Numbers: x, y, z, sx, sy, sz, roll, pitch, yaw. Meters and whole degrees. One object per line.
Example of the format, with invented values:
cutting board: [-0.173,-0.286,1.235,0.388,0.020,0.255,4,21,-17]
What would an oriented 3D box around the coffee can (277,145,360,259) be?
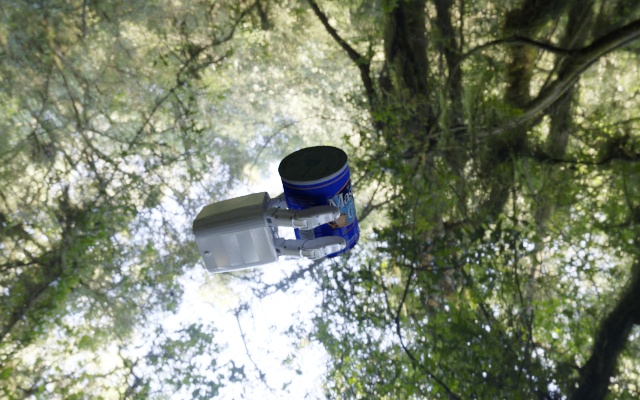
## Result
coffee can: [0.000,0.002,0.719,0.103,0.140,0.102,-8,33,5]
